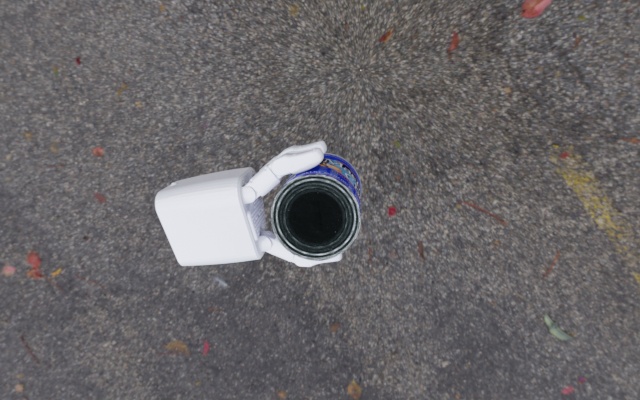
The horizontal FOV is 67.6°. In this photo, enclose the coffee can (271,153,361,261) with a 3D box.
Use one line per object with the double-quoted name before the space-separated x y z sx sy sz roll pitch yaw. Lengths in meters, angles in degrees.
"coffee can" 0.000 0.002 0.601 0.103 0.103 0.140 0 15 5
